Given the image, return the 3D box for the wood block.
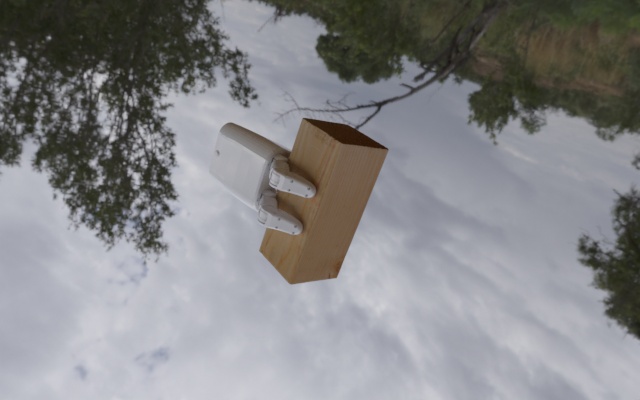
[{"bbox_3d":[0.000,0.002,0.661,0.091,0.206,0.090,0,29,-42],"label":"wood block"}]
